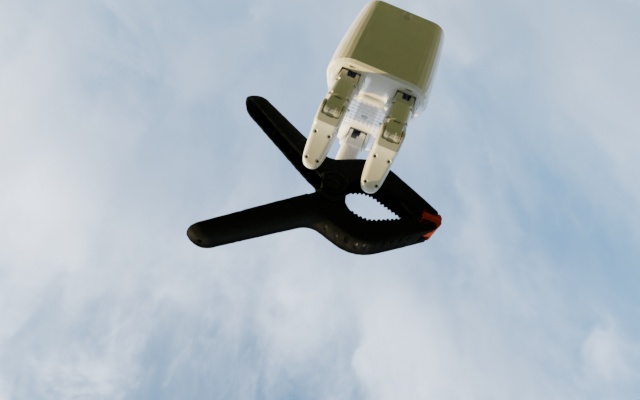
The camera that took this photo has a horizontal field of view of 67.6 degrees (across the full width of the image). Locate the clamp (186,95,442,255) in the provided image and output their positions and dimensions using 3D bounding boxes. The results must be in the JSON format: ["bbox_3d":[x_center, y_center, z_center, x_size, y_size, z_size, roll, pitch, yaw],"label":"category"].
[{"bbox_3d":[0.000,0.002,0.418,0.210,0.164,0.036,23,-33,1],"label":"clamp"}]
